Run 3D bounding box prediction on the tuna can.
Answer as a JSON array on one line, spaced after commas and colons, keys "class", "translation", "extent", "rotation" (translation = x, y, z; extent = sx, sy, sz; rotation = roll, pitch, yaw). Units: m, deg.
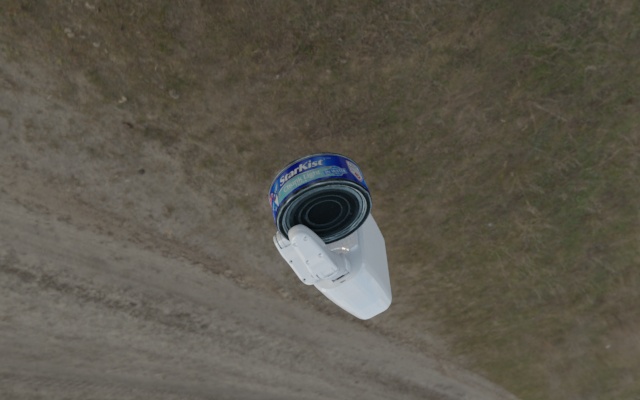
[{"class": "tuna can", "translation": [0.000, 0.002, 0.412], "extent": [0.086, 0.033, 0.086], "rotation": [-10, -41, -9]}]
